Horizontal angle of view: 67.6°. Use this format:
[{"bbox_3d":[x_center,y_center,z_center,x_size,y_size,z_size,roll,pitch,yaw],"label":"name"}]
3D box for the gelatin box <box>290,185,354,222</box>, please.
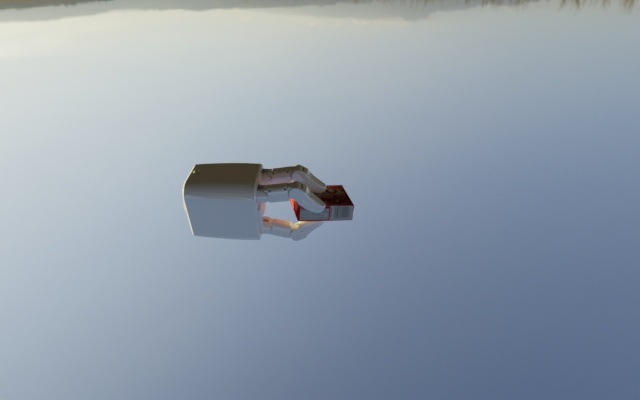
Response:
[{"bbox_3d":[0.000,0.003,0.745,0.089,0.030,0.073,-1,27,-13],"label":"gelatin box"}]
